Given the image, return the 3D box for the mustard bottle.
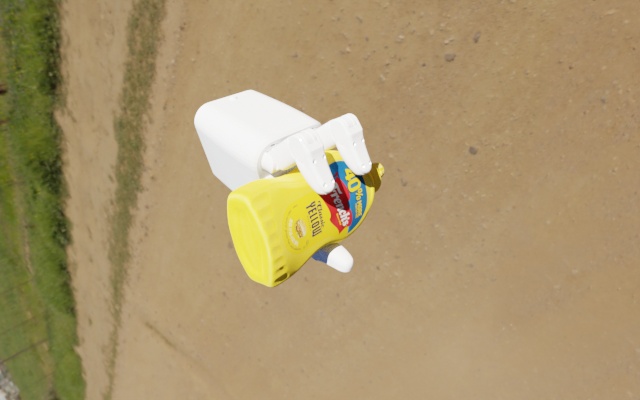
[{"bbox_3d":[0.000,0.002,0.485,0.058,0.096,0.191,9,29,45],"label":"mustard bottle"}]
